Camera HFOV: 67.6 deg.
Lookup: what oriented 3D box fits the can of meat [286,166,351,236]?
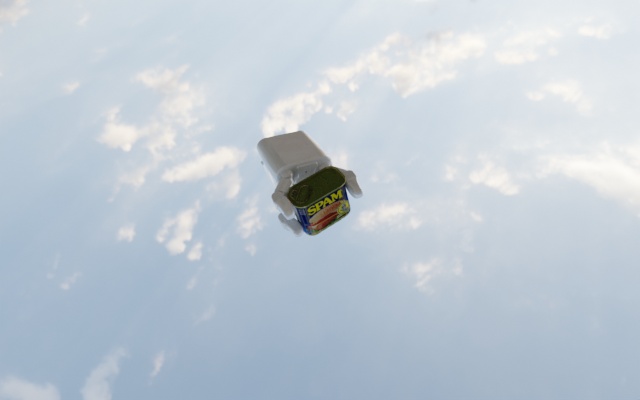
[{"bbox_3d":[0.000,0.003,0.834,0.102,0.084,0.057,-30,49,-12],"label":"can of meat"}]
